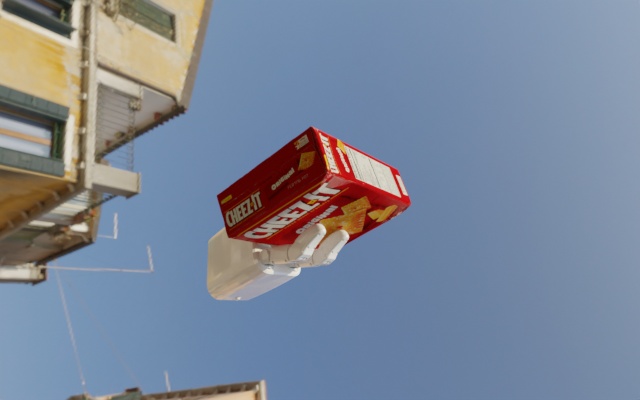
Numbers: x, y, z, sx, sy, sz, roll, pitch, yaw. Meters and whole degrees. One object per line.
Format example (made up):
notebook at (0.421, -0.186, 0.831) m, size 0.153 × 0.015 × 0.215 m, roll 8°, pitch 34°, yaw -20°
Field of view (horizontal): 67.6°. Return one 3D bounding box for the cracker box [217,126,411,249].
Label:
cracker box at (0.000, 0.002, 0.636) m, size 0.164 × 0.072 × 0.214 m, roll -33°, pitch -27°, yaw 26°
